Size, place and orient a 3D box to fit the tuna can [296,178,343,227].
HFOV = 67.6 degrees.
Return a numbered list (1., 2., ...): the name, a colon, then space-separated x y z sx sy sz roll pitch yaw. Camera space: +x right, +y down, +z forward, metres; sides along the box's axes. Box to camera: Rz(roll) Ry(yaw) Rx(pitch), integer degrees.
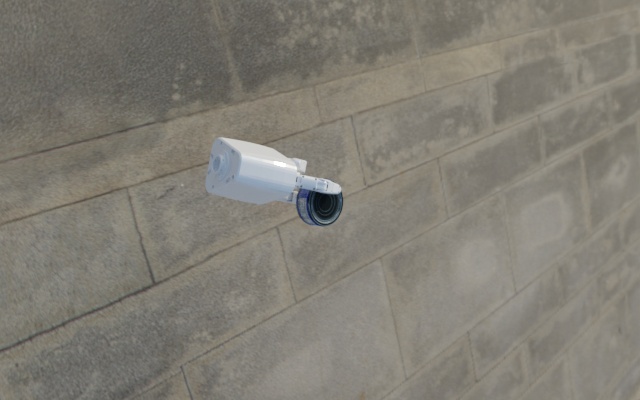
1. tuna can: 0.001 0.003 0.843 0.086 0.086 0.034 0 4 -42
